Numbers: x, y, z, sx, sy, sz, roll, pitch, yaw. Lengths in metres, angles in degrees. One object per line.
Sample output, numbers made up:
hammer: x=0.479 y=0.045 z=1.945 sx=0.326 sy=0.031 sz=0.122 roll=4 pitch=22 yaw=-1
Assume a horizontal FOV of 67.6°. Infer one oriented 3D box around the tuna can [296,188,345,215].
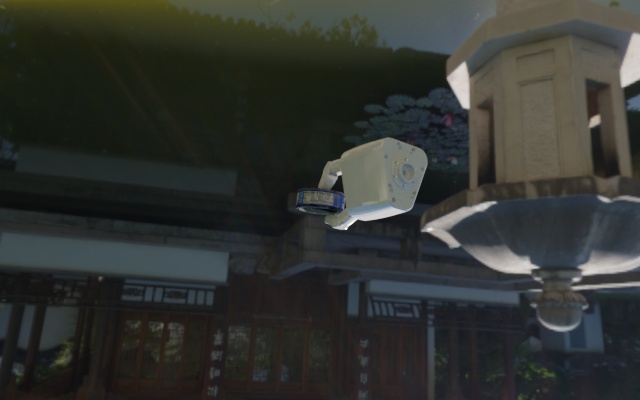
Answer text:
tuna can: x=0.000 y=0.003 z=0.843 sx=0.086 sy=0.033 sz=0.086 roll=6 pitch=-10 yaw=1
